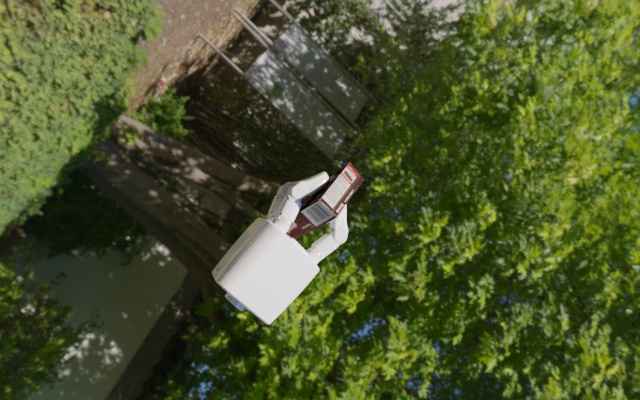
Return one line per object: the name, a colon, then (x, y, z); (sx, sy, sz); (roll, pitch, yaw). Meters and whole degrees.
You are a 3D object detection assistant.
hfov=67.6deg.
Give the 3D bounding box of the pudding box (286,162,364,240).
pudding box: (0.000, 0.002, 0.690); (0.113, 0.039, 0.090); (-28, 19, 49)
